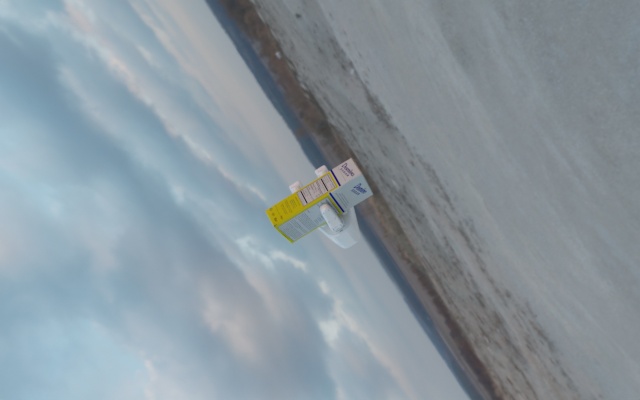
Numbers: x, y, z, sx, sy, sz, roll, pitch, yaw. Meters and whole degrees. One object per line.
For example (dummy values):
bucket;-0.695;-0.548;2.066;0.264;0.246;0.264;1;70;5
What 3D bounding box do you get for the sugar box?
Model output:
sugar box;0.000;0.002;0.842;0.176;0.048;0.093;-33;-28;3
